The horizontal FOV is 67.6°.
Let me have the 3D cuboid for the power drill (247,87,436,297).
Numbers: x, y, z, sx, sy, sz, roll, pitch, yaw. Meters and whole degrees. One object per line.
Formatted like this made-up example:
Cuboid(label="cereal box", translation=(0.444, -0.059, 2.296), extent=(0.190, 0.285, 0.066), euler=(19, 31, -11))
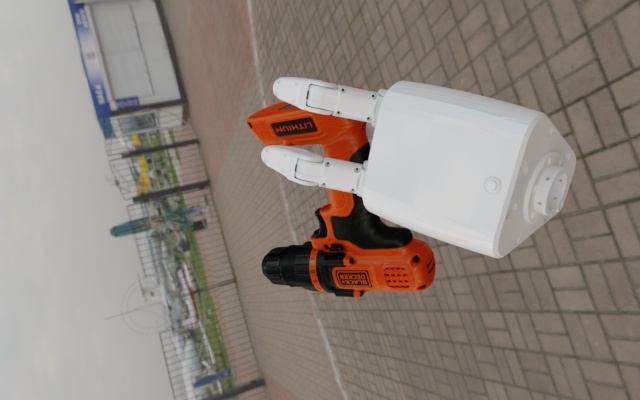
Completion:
Cuboid(label="power drill", translation=(0.000, 0.001, 0.438), extent=(0.184, 0.188, 0.057), euler=(-6, 23, 31))
